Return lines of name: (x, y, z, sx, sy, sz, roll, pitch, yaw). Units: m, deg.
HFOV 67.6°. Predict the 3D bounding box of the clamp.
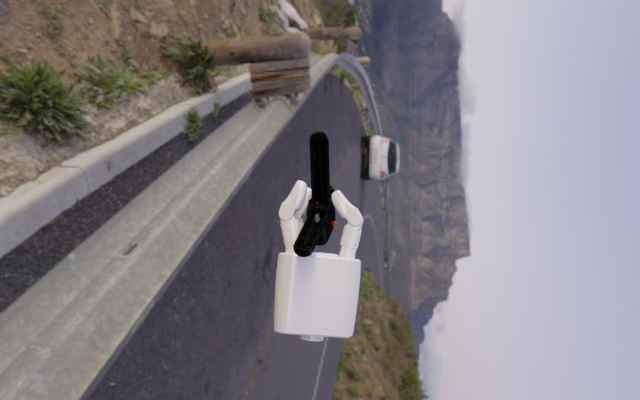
clamp: (0.001, 0.003, 0.689, 0.036, 0.164, 0.210, 7, -7, 9)
